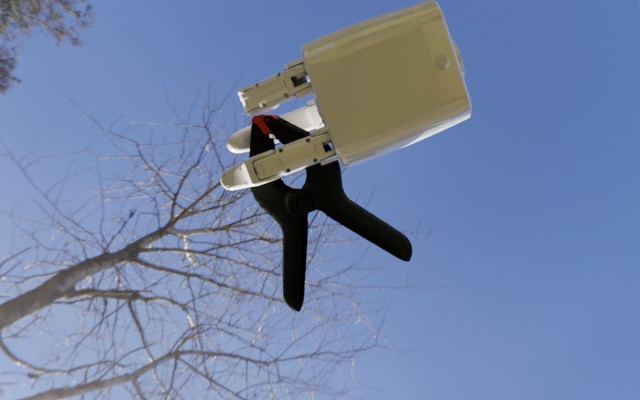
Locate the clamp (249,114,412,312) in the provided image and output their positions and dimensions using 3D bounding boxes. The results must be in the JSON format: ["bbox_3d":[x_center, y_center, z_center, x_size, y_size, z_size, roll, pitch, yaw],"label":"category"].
[{"bbox_3d":[0.000,0.001,0.404,0.120,0.171,0.039,-19,8,7],"label":"clamp"}]
